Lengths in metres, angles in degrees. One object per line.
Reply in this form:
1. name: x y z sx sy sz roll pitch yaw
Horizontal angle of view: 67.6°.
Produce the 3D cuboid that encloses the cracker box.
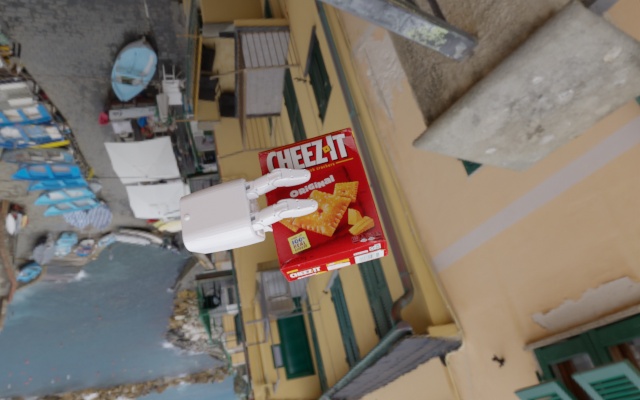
1. cracker box: 0.000 0.003 0.763 0.164 0.213 0.072 -15 -27 2
